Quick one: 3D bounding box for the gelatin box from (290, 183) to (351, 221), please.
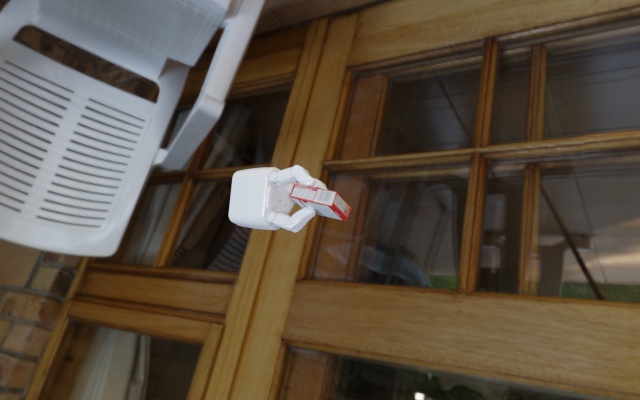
[{"bbox_3d":[0.000,0.003,0.845,0.089,0.030,0.073,12,-17,30],"label":"gelatin box"}]
